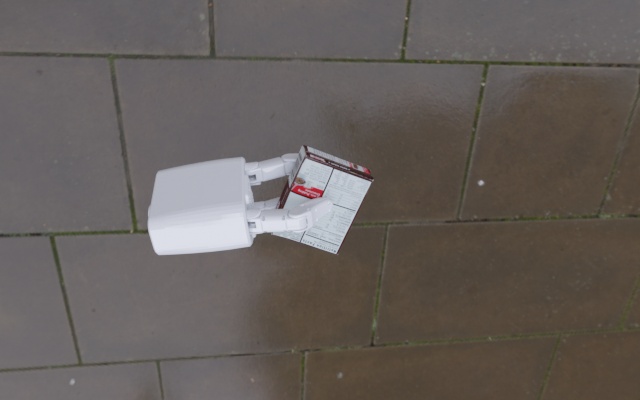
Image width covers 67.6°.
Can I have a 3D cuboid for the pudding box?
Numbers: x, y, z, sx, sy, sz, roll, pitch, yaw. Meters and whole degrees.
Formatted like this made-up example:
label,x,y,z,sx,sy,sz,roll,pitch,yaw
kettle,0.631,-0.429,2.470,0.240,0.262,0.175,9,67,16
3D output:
label,x,y,z,sx,sy,sz,roll,pitch,yaw
pudding box,0.000,0.002,0.575,0.090,0.113,0.039,19,24,-14
